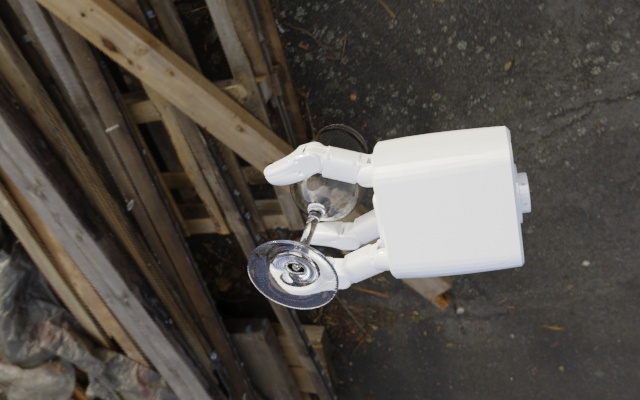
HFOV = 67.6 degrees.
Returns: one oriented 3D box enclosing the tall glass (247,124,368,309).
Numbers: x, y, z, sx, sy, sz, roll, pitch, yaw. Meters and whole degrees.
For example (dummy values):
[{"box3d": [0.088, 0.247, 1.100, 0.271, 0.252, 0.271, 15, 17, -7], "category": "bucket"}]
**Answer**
[{"box3d": [0.000, 0.002, 0.451, 0.079, 0.079, 0.201, 0, 36, 15], "category": "tall glass"}]
